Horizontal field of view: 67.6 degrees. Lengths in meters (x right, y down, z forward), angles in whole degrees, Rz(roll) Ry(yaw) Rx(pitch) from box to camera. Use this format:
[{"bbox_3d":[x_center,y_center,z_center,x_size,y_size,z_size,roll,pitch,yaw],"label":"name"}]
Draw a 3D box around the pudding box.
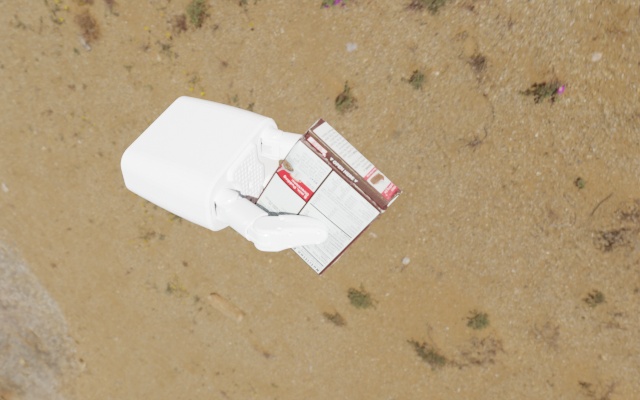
[{"bbox_3d":[0.000,0.001,0.407,0.039,0.090,0.113,-45,-4,-43],"label":"pudding box"}]
